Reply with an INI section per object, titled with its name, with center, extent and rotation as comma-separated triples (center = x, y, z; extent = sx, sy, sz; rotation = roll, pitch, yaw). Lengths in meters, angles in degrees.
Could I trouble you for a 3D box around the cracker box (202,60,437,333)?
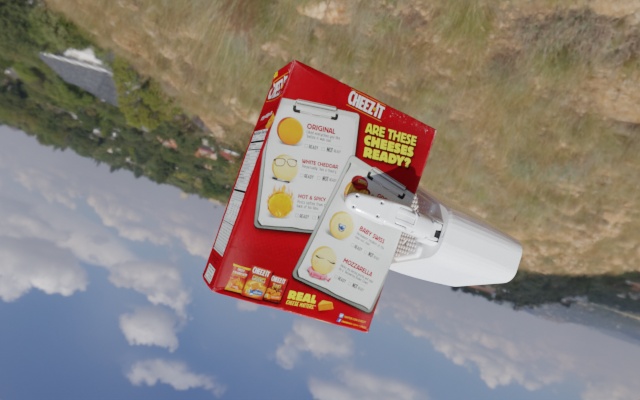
[cracker box]
center = 0.000, 0.002, 0.465
extent = 0.164, 0.213, 0.072
rotation = 21, -4, -24
